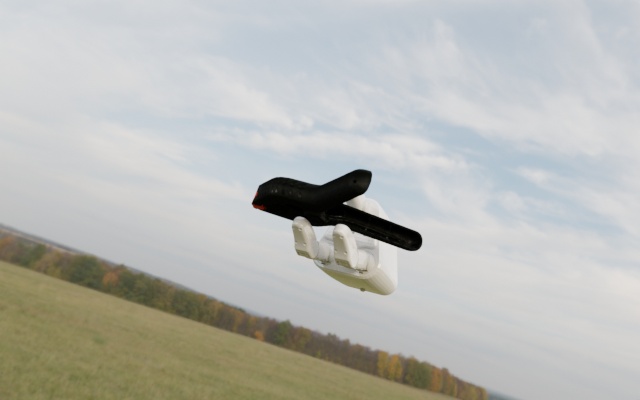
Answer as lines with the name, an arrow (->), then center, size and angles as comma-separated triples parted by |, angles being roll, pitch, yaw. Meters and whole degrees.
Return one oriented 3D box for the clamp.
clamp -> 0.000, 0.001, 0.545 | 0.210, 0.036, 0.165 | 10, -22, 28
